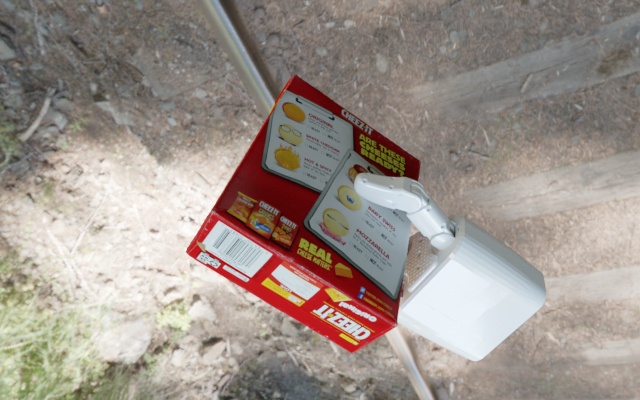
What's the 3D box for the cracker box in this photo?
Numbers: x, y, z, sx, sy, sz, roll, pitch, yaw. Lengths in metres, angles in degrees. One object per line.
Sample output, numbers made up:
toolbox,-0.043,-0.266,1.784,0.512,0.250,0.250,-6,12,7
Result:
cracker box,0.000,0.001,0.435,0.164,0.213,0.072,33,-49,-12
